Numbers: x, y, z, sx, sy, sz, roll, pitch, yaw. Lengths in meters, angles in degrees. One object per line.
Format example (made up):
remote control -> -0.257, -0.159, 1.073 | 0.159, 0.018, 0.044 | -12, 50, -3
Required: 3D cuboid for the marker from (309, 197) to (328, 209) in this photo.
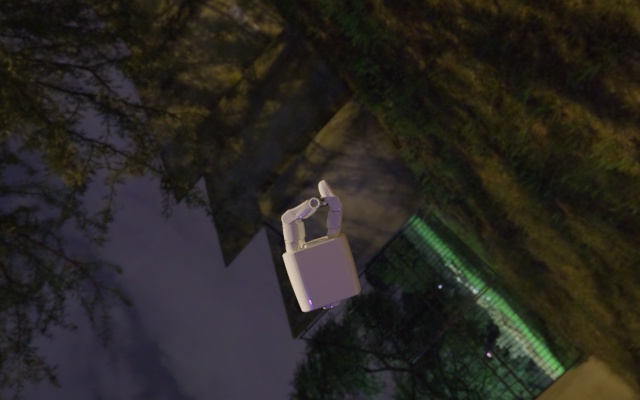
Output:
marker -> 0.000, 0.003, 0.841 | 0.020, 0.020, 0.121 | 0, 2, 9
